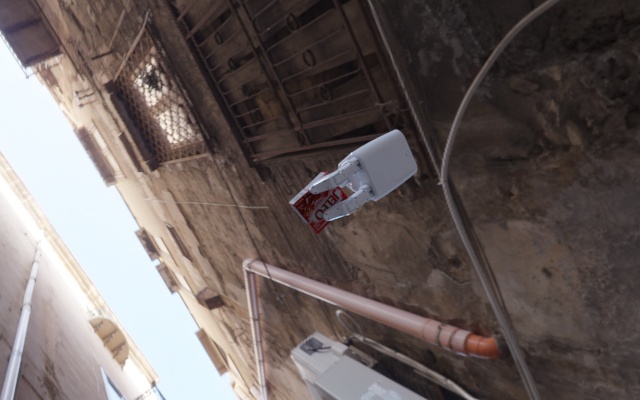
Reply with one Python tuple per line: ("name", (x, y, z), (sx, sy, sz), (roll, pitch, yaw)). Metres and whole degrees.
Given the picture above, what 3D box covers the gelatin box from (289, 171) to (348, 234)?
("gelatin box", (0.000, 0.003, 0.861), (0.089, 0.073, 0.030), (-44, 19, -12))
